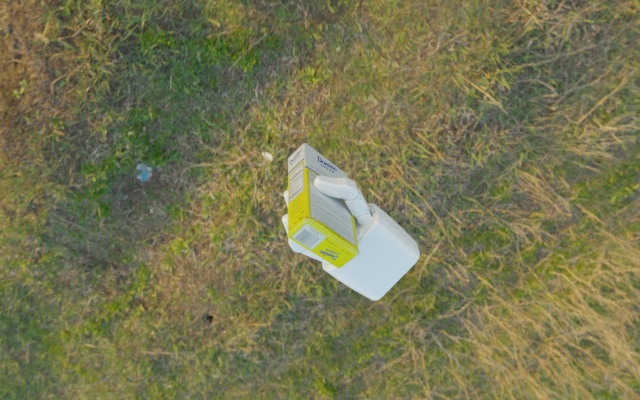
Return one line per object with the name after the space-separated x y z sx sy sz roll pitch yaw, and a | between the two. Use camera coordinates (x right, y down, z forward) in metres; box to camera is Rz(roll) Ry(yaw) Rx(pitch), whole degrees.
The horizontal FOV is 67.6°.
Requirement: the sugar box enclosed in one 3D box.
0.000 0.003 0.667 0.093 0.048 0.176 35 26 -26 | sugar box
